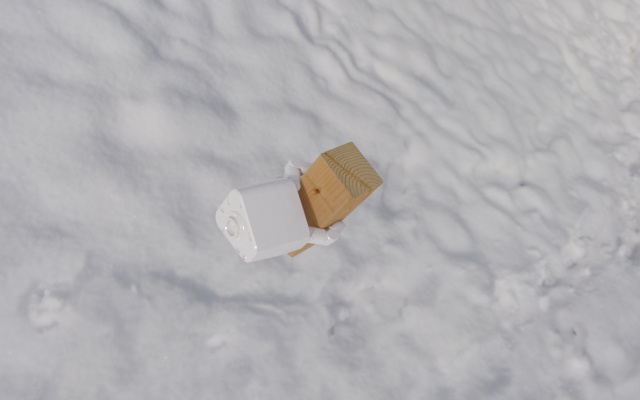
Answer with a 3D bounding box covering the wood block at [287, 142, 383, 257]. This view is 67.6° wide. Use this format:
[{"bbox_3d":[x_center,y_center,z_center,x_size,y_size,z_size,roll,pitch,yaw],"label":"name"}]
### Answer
[{"bbox_3d":[0.000,0.003,0.837,0.090,0.091,0.206,-26,-14,-45],"label":"wood block"}]
